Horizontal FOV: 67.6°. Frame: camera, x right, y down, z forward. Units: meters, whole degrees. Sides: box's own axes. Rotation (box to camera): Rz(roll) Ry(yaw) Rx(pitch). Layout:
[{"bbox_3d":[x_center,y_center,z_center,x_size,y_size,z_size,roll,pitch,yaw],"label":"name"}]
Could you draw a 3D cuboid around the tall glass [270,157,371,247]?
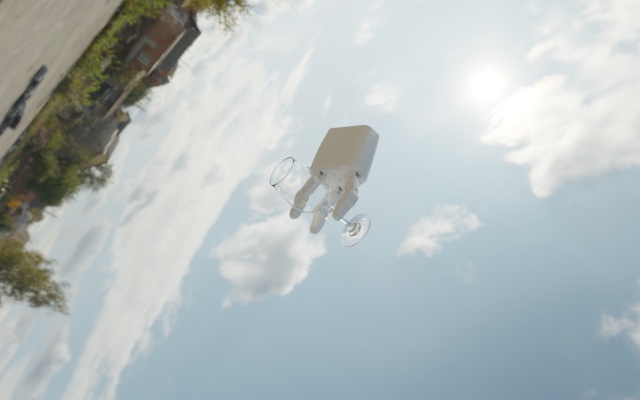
[{"bbox_3d":[0.001,0.003,0.880,0.201,0.079,0.079,38,-21,-28],"label":"tall glass"}]
